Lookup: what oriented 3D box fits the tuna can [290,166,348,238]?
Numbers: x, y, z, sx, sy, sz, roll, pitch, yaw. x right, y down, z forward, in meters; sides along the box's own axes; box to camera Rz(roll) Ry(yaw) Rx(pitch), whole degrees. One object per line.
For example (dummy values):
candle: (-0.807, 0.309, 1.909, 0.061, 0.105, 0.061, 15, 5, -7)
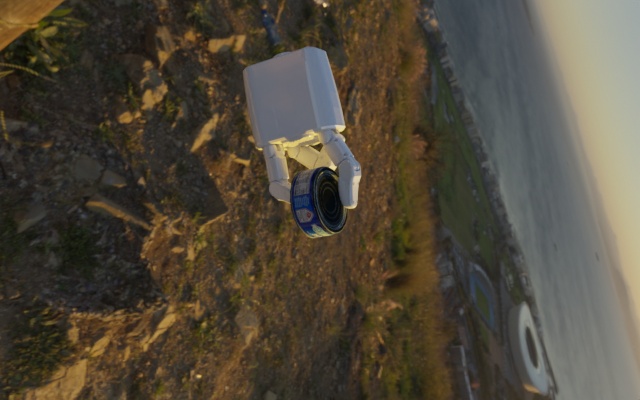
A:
tuna can: (0.001, 0.002, 0.586, 0.034, 0.086, 0.086, -11, -5, 30)
